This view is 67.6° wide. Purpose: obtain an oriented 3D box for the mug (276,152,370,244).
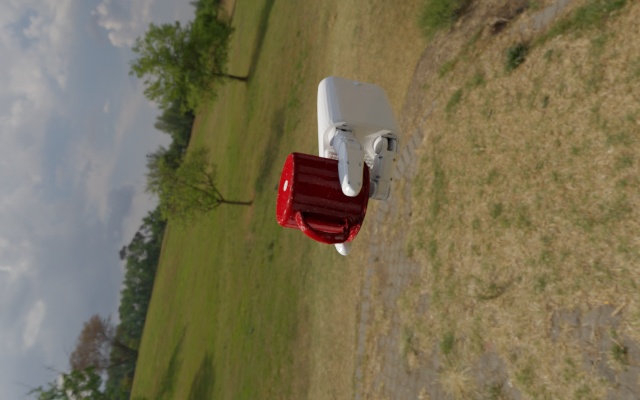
[{"bbox_3d":[0.000,0.003,0.511,0.081,0.093,0.117,10,41,-14],"label":"mug"}]
